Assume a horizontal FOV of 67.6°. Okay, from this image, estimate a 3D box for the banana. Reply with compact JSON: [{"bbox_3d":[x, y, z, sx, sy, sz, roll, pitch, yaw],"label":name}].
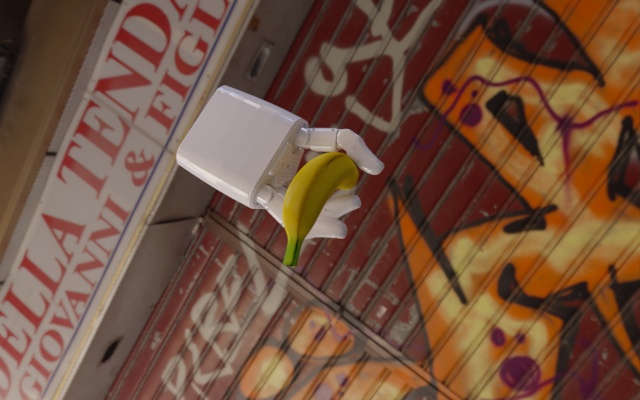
[{"bbox_3d":[0.003,-0.013,0.469,0.037,0.070,0.197,21,29,13],"label":"banana"}]
